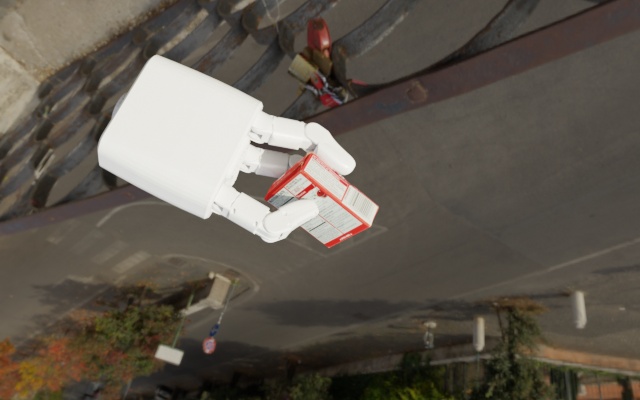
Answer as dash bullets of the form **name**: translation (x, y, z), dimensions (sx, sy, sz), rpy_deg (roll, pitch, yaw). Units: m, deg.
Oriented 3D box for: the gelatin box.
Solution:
- **gelatin box**: translation (0.000, 0.002, 0.469), dimensions (0.089, 0.030, 0.073), rpy_deg (39, -37, -14)
